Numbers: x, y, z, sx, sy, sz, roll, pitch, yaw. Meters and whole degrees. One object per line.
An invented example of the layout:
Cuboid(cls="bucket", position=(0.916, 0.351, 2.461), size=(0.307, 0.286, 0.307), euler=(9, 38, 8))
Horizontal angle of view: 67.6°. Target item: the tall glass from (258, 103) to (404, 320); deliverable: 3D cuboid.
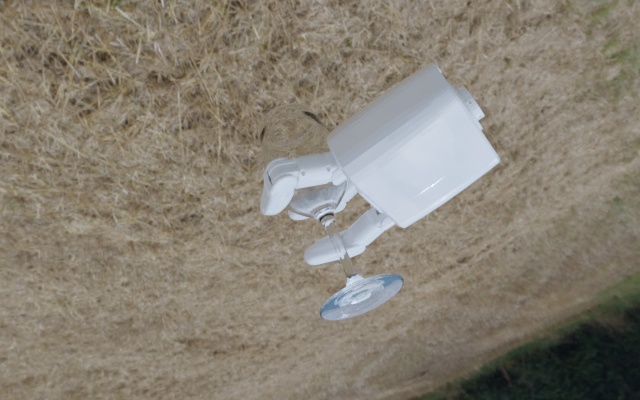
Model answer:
Cuboid(cls="tall glass", position=(0.000, 0.002, 0.439), size=(0.079, 0.201, 0.079), euler=(-18, -31, -11))
